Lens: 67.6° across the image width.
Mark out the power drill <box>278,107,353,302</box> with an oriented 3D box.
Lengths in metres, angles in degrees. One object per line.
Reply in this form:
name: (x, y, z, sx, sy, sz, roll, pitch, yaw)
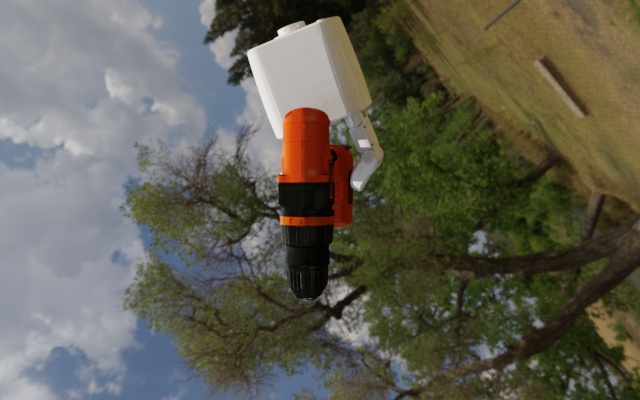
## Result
power drill: (0.000, 0.001, 0.525, 0.057, 0.184, 0.187, 2, 3, 9)
